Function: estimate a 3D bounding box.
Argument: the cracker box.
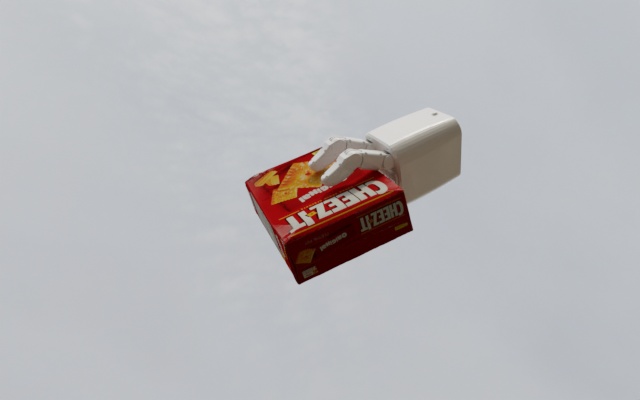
[{"bbox_3d":[0.000,0.002,0.662,0.164,0.072,0.213,-24,30,-11],"label":"cracker box"}]
